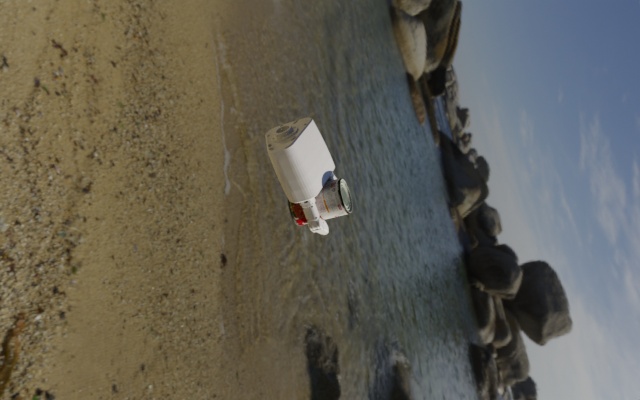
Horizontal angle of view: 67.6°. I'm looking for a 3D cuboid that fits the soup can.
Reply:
[{"bbox_3d":[0.001,0.003,0.878,0.102,0.068,0.068,-14,-5,18],"label":"soup can"}]
